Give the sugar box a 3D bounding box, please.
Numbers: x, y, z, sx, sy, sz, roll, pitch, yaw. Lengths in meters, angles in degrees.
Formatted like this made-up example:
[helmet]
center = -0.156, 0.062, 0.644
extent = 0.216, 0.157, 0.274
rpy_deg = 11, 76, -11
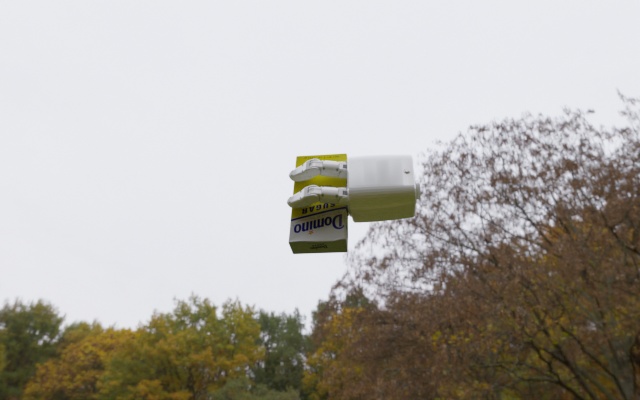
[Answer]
[sugar box]
center = 0.000, 0.002, 0.801
extent = 0.093, 0.176, 0.048
rpy_deg = -3, -37, 8
